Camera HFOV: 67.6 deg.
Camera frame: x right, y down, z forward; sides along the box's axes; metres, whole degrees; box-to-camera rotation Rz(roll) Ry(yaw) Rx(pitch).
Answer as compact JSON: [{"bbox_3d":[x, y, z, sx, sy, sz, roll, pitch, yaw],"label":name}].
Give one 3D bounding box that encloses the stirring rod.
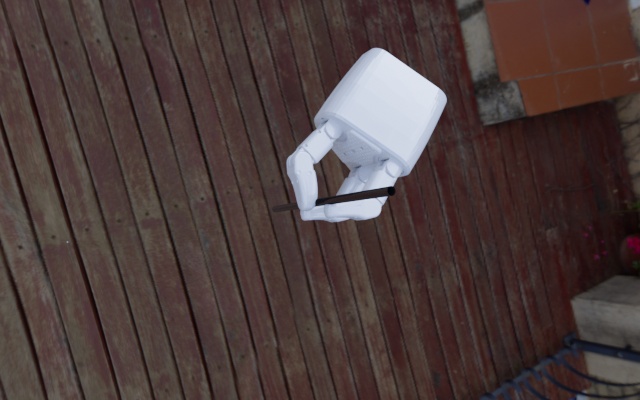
[{"bbox_3d":[0.000,0.002,0.484,0.011,0.011,0.239,0,-4,-28],"label":"stirring rod"}]
